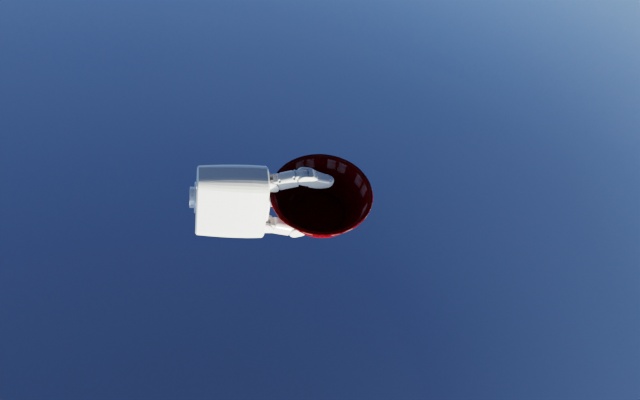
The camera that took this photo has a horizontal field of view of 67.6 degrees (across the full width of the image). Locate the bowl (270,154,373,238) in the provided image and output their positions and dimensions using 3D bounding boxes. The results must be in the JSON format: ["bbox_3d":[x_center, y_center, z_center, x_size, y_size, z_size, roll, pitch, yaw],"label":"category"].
[{"bbox_3d":[0.001,0.003,0.761,0.162,0.162,0.055,0,-37,-4],"label":"bowl"}]
